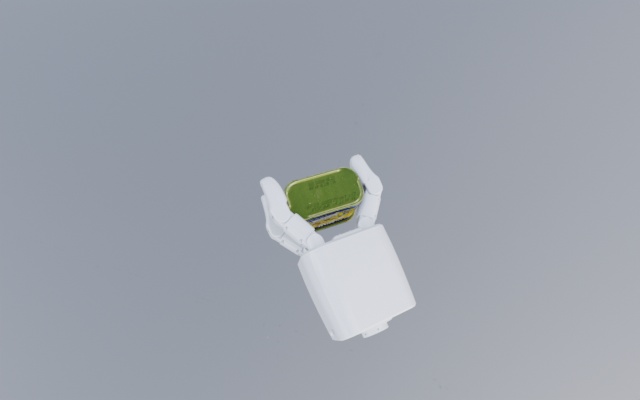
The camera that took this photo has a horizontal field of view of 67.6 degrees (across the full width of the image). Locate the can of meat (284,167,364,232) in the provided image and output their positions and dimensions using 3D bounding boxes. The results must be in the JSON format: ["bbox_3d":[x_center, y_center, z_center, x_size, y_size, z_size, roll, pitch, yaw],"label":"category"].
[{"bbox_3d":[0.000,0.002,0.611,0.102,0.057,0.084,-17,-13,-11],"label":"can of meat"}]
